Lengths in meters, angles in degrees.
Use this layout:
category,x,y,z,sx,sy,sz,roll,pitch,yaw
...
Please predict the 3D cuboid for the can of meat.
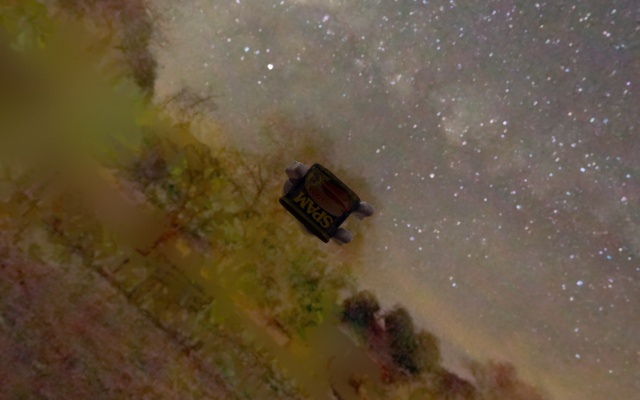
category,x,y,z,sx,sy,sz,roll,pitch,yaw
can of meat,0.000,0.002,0.754,0.102,0.084,0.057,42,-12,2
